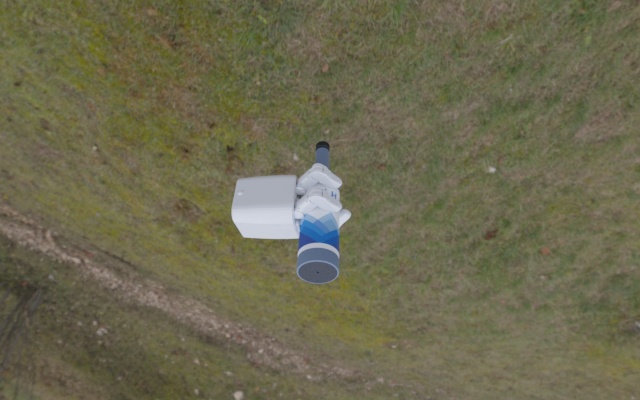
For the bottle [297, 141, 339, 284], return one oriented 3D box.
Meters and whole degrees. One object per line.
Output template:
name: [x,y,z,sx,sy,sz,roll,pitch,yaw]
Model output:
bottle: [0.000,0.003,0.843,0.069,0.295,0.069,1,-41,1]
